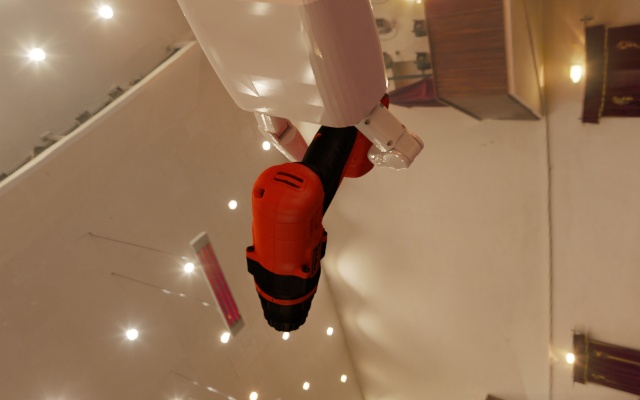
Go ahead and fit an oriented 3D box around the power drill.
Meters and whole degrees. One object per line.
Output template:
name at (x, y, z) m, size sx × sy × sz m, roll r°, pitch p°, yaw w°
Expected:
power drill at (0.000, 0.001, 0.403) m, size 0.057 × 0.187 × 0.185 m, roll 19°, pitch -40°, yaw 9°
